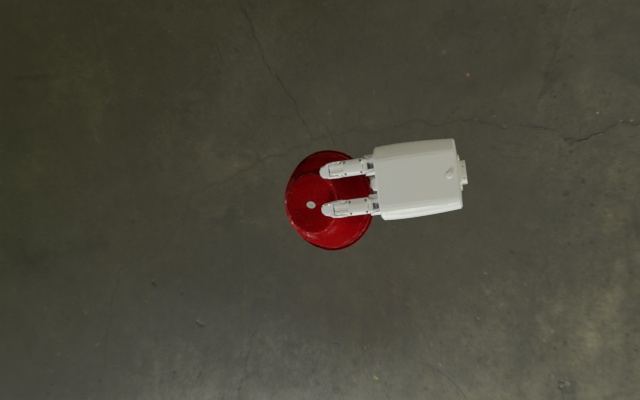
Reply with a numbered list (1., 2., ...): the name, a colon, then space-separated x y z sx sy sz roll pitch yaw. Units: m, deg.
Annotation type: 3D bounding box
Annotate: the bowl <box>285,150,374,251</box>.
1. bowl: -0.001 0.003 0.742 0.162 0.162 0.055 0 5 31
